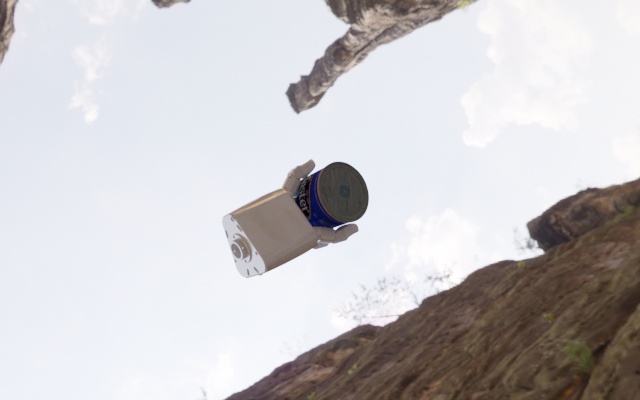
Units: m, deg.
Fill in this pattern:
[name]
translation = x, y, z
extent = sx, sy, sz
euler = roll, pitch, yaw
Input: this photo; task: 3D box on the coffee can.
[coffee can]
translation = 0.000, 0.003, 0.825
extent = 0.103, 0.102, 0.140
euler = 0, -15, -36
